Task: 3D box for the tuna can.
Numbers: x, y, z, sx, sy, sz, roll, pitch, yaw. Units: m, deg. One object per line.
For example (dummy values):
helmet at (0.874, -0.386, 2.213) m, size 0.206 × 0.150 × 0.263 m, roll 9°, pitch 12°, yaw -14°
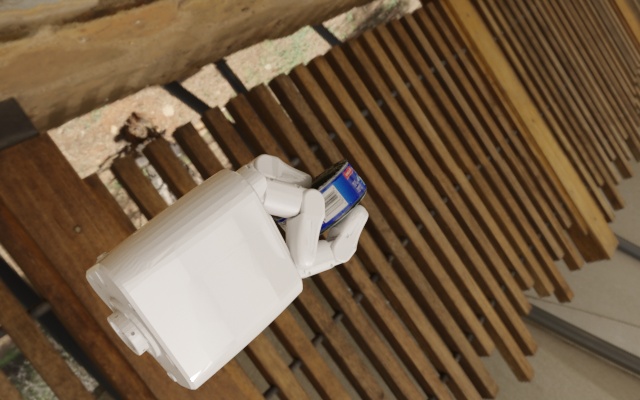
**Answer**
tuna can at (0.000, 0.002, 0.437) m, size 0.086 × 0.034 × 0.086 m, roll -38°, pitch 9°, yaw 7°
